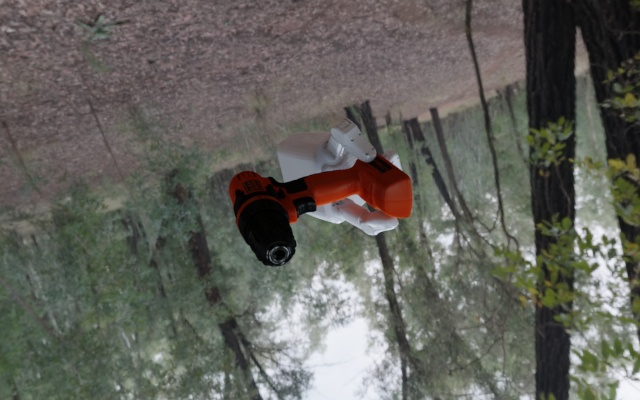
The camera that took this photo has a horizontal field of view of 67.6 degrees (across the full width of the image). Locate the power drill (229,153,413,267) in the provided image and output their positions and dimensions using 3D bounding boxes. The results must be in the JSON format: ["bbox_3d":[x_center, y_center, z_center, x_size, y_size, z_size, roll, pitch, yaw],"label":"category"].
[{"bbox_3d":[0.000,0.002,0.519,0.187,0.057,0.184,-10,26,-15],"label":"power drill"}]
